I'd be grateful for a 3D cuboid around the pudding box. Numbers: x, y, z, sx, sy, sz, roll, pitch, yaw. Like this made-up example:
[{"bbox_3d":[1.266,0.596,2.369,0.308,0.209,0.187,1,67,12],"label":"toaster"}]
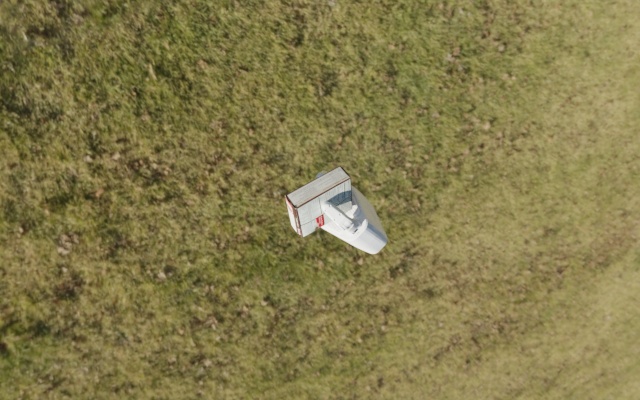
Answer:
[{"bbox_3d":[0.000,0.003,0.818,0.113,0.039,0.090,-31,-35,-17],"label":"pudding box"}]
